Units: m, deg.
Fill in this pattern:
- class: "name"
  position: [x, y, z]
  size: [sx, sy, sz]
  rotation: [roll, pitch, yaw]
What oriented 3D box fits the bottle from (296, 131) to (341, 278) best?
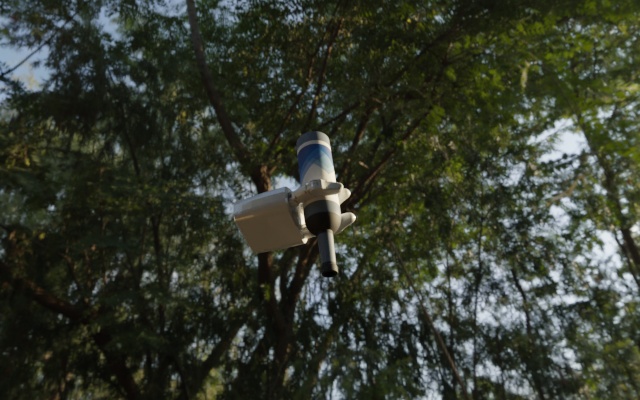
- class: "bottle"
  position: [0.000, 0.003, 0.875]
  size: [0.069, 0.295, 0.069]
  rotation: [-5, -35, -4]
